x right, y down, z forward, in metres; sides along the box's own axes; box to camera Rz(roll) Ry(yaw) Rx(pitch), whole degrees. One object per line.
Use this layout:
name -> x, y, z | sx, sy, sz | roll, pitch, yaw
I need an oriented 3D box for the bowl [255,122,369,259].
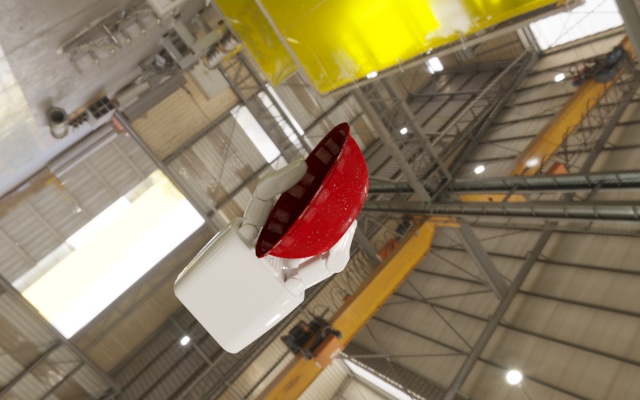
bowl -> 0.001, 0.001, 0.485 | 0.055, 0.162, 0.162 | 34, -8, -13
